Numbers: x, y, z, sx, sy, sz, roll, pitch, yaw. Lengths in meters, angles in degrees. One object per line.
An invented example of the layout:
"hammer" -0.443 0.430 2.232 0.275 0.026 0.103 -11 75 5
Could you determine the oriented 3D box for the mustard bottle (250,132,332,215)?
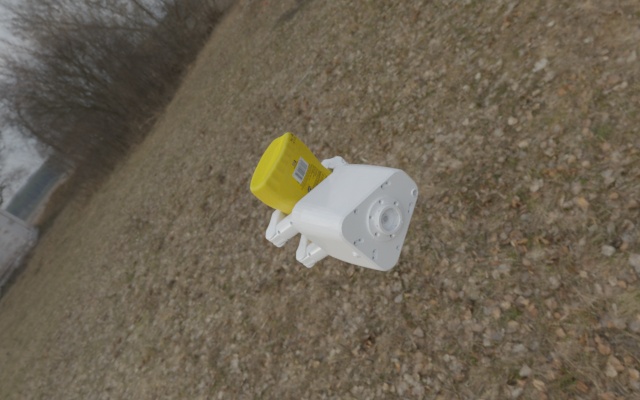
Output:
"mustard bottle" 0.000 0.002 0.645 0.192 0.096 0.058 40 -39 -26
